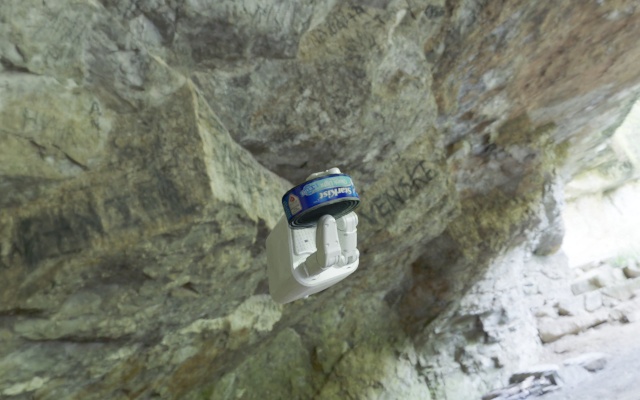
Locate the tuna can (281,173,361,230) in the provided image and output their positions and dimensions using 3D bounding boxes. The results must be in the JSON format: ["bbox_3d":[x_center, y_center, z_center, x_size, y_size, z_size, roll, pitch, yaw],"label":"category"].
[{"bbox_3d":[0.000,0.001,0.539,0.086,0.033,0.086,-18,-15,-5],"label":"tuna can"}]
